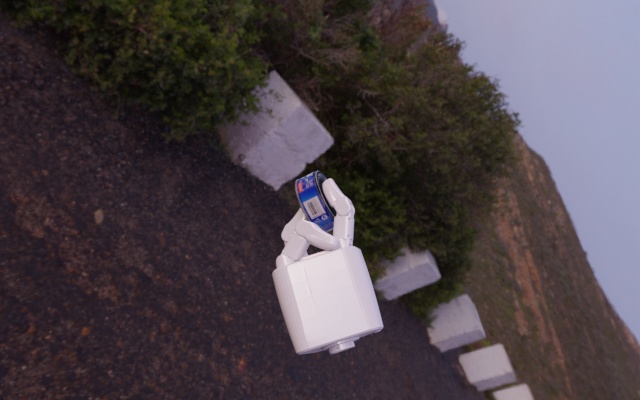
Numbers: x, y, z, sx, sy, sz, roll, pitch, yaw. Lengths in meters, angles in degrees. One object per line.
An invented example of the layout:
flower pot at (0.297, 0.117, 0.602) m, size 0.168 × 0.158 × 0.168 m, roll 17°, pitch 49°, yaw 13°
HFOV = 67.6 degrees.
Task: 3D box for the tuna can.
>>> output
tuna can at (0.001, 0.002, 0.668) m, size 0.034 × 0.086 × 0.086 m, roll -26°, pitch -7°, yaw 15°
